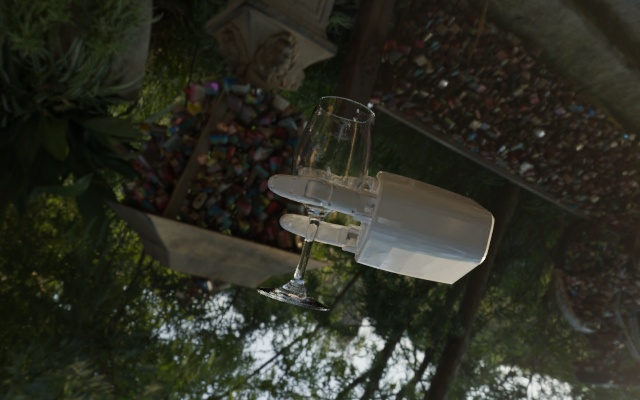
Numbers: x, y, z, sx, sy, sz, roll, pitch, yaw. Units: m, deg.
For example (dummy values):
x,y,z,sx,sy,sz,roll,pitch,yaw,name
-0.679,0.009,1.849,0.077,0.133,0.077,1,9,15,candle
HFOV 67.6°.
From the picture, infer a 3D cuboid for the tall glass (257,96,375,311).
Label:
x,y,z,sx,sy,sz,roll,pitch,yaw,name
0.000,0.002,0.477,0.079,0.201,0.079,15,-6,2,tall glass
